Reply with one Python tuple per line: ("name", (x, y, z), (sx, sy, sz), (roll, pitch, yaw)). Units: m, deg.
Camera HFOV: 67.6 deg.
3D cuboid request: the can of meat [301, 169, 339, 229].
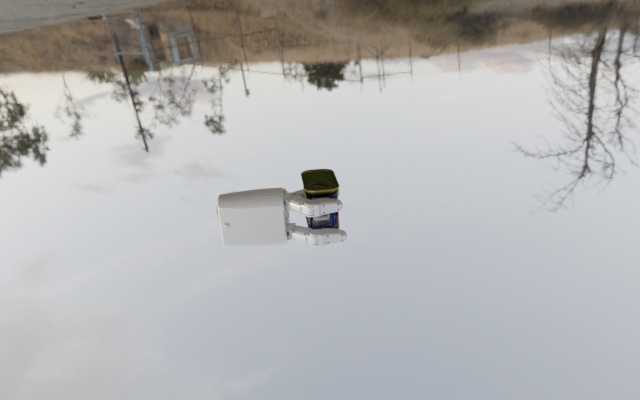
("can of meat", (0.000, 0.003, 0.805), (0.057, 0.084, 0.102), (-5, 23, -5))
